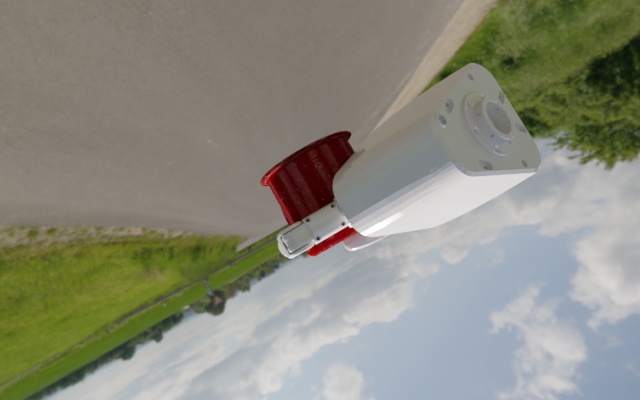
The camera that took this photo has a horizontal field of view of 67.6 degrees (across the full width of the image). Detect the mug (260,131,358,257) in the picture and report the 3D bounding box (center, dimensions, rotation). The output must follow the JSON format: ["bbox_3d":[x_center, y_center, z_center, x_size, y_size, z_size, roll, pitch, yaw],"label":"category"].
[{"bbox_3d":[-0.001,0.002,0.436,0.093,0.081,0.117,-25,-7,-40],"label":"mug"}]
